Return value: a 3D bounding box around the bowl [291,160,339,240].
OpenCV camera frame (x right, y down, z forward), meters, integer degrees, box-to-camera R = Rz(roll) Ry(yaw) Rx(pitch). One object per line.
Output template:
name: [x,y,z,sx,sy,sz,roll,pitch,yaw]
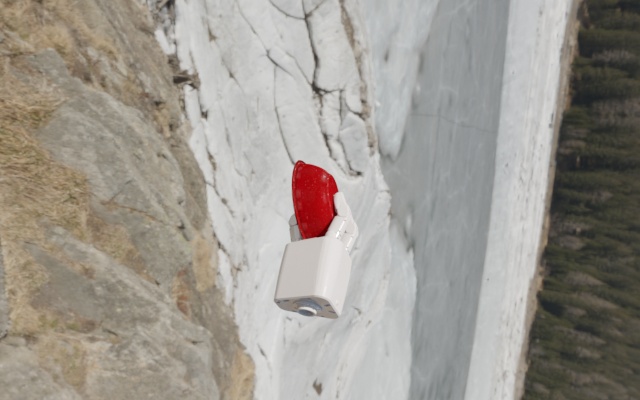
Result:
bowl: [0.000,0.001,0.855,0.055,0.162,0.162,-9,-2,14]
